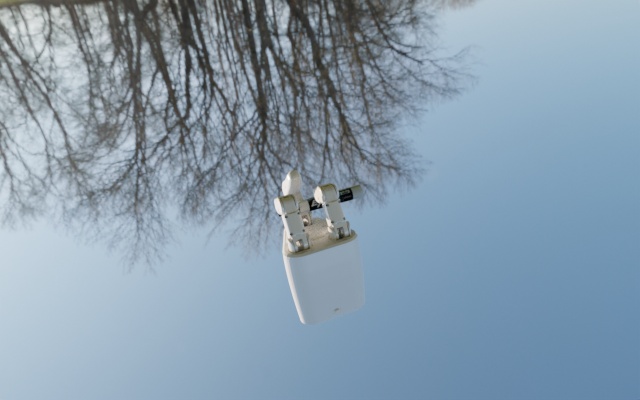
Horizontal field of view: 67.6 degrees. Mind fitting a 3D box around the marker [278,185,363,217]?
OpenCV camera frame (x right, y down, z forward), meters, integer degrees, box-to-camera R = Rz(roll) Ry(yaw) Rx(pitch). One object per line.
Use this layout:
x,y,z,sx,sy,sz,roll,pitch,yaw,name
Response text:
0.000,0.002,0.655,0.121,0.020,0.020,-15,4,-14,marker
